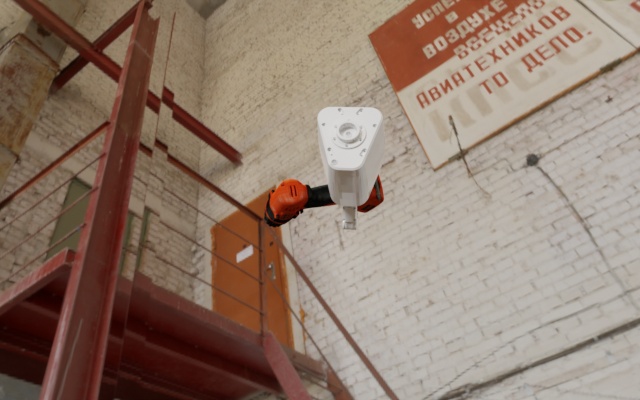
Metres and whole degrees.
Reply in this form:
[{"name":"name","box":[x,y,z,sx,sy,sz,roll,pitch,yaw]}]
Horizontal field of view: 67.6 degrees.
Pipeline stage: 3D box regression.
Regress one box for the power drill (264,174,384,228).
[{"name":"power drill","box":[0.001,0.002,0.816,0.187,0.057,0.184,-9,-11,-17]}]
